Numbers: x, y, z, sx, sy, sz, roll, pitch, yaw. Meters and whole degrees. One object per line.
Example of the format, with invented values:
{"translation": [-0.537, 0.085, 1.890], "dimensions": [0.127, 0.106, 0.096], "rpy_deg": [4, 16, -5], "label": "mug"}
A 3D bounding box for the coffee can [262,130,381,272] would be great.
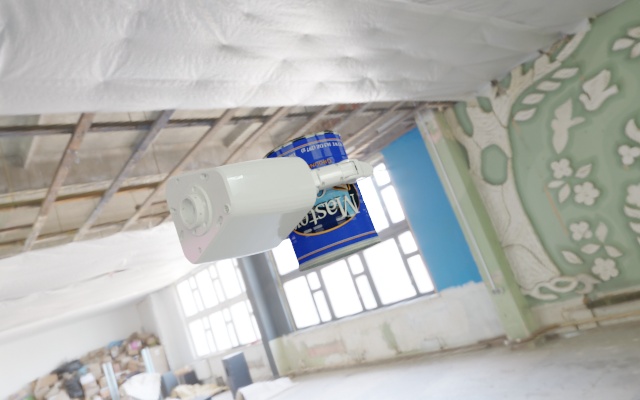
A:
{"translation": [0.000, 0.002, 0.572], "dimensions": [0.103, 0.140, 0.103], "rpy_deg": [-20, -9, -3], "label": "coffee can"}
